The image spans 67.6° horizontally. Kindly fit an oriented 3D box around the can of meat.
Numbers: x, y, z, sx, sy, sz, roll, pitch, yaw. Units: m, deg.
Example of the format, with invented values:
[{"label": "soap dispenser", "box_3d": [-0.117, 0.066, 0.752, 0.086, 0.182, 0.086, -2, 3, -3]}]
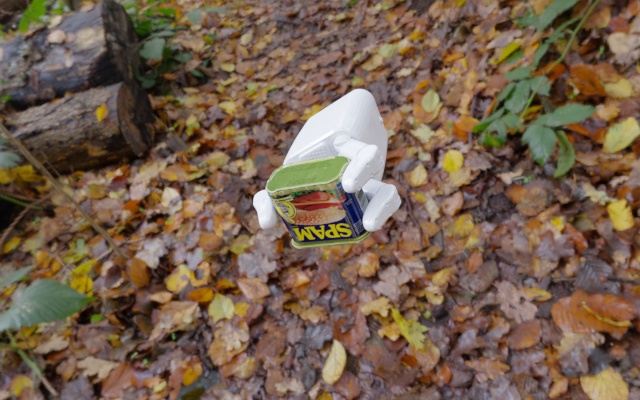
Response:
[{"label": "can of meat", "box_3d": [0.000, 0.002, 0.528, 0.102, 0.084, 0.057, -7, 36, 27]}]
